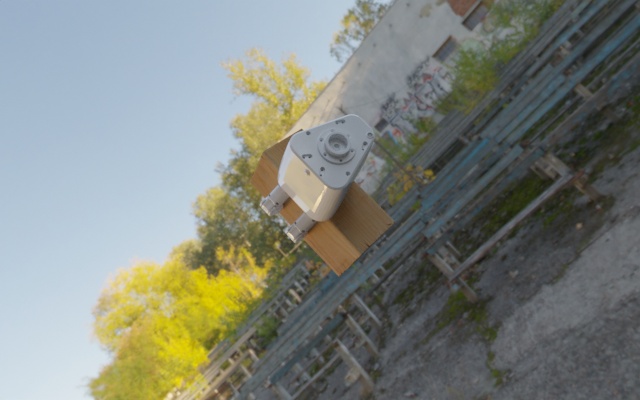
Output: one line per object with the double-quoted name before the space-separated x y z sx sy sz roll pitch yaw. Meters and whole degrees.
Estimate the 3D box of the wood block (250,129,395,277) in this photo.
"wood block" 0.000 0.002 0.739 0.090 0.206 0.090 -37 -11 -36
